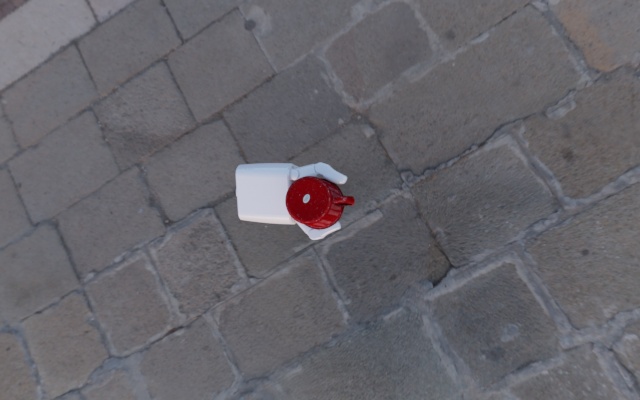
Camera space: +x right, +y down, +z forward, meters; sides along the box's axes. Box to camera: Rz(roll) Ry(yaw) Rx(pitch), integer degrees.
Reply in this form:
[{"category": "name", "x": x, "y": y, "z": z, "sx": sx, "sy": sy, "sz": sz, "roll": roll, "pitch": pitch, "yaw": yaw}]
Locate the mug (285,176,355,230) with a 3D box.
[{"category": "mug", "x": 0.001, "y": 0.003, "z": 0.821, "sx": 0.117, "sy": 0.093, "sz": 0.081, "roll": 0, "pitch": -5, "yaw": 14}]
